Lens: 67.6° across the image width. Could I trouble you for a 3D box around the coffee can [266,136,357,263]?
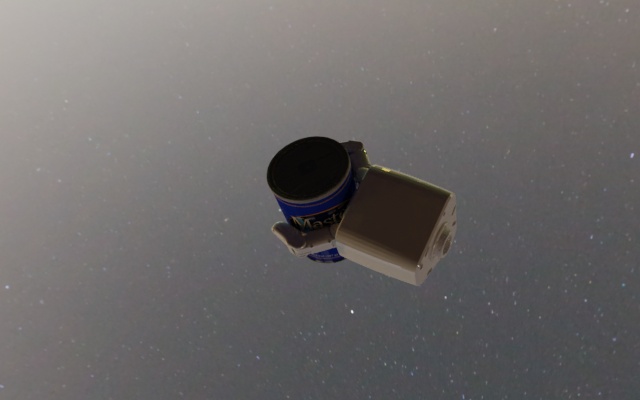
[{"bbox_3d":[0.000,0.002,0.621,0.103,0.102,0.140,0,-38,17],"label":"coffee can"}]
